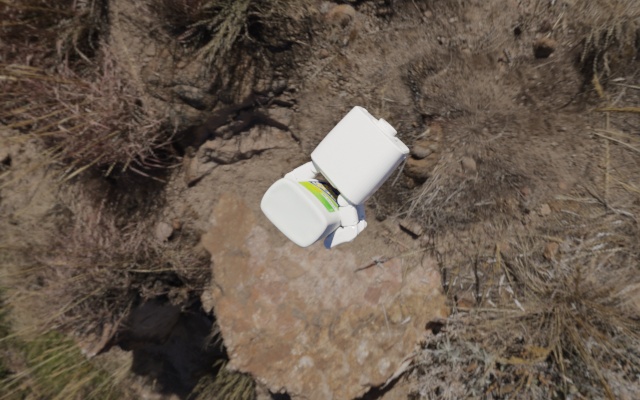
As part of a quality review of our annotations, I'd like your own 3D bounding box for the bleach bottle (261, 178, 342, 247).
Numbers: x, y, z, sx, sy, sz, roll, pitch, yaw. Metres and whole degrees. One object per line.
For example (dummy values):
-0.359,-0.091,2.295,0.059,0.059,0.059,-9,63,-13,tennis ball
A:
0.000,0.003,0.774,0.102,0.068,0.251,45,18,7,bleach bottle
